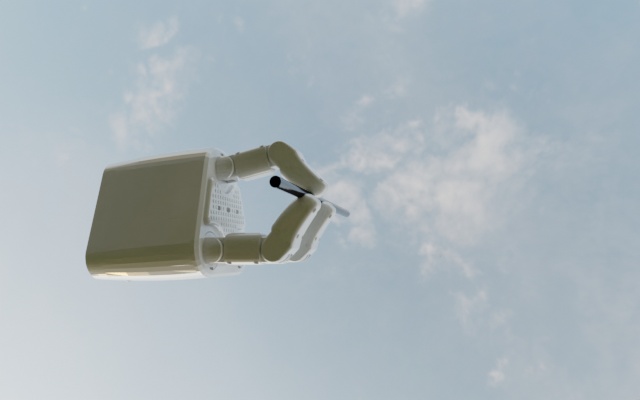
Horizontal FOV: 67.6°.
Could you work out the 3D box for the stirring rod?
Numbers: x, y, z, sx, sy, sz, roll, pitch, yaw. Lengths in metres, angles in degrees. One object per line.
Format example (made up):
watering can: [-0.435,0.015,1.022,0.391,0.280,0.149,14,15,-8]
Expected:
stirring rod: [0.000,0.001,0.423,0.011,0.011,0.239,0,-6,14]
